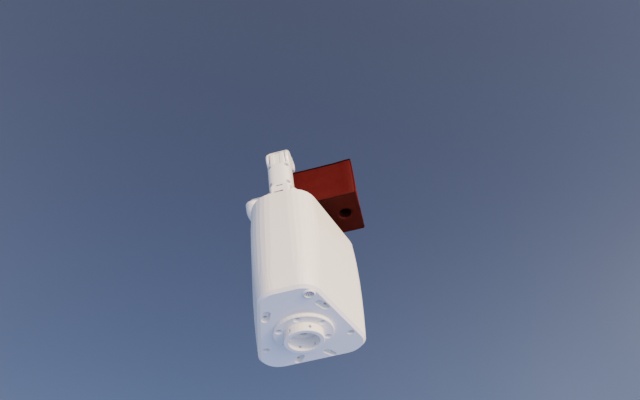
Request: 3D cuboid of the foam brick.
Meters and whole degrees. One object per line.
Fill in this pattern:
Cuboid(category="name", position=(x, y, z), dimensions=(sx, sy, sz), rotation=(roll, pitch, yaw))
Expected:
Cuboid(category="foam brick", position=(0.000, 0.001, 0.475), dimensions=(0.078, 0.053, 0.051), rotation=(-14, 42, 4))
